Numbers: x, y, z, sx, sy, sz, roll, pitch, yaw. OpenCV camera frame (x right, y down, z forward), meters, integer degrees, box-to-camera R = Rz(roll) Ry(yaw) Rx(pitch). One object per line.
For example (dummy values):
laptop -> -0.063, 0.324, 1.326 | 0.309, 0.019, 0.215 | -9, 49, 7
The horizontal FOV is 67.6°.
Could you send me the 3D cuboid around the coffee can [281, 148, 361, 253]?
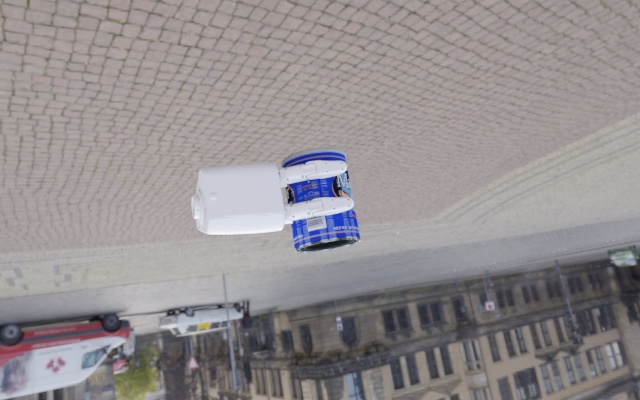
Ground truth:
coffee can -> 0.000, 0.002, 0.734 | 0.103, 0.140, 0.103 | -9, -13, -2
